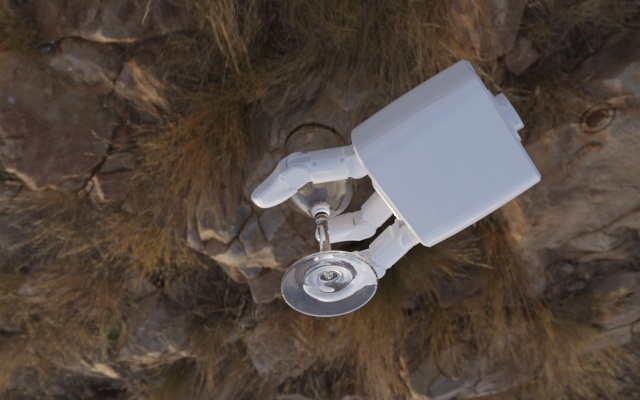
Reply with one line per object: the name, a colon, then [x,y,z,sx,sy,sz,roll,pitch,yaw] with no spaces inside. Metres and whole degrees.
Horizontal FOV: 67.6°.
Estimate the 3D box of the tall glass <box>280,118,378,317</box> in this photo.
tall glass: [0.000,0.002,0.437,0.079,0.079,0.200,0,40,-6]
